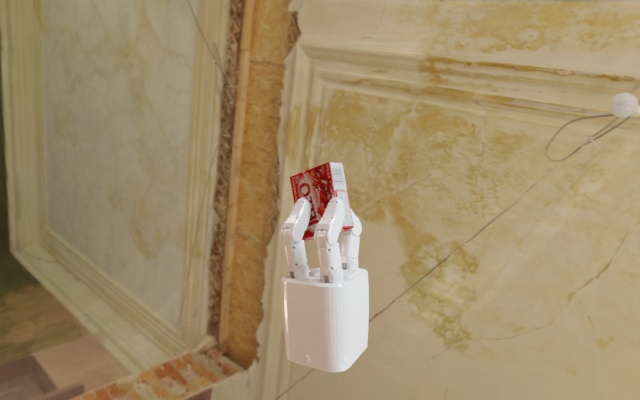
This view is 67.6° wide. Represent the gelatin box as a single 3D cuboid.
[{"bbox_3d":[0.000,0.002,0.619,0.073,0.089,0.030,-17,-12,40],"label":"gelatin box"}]
